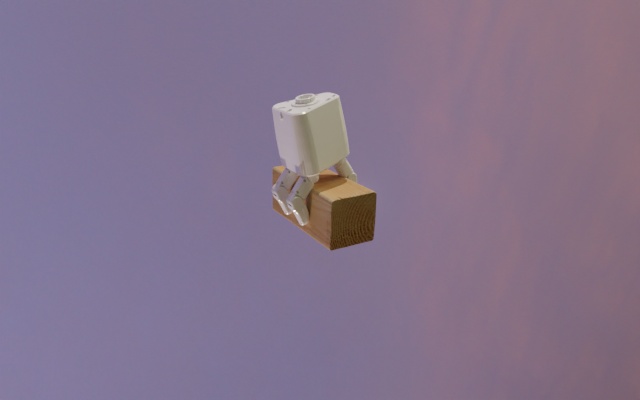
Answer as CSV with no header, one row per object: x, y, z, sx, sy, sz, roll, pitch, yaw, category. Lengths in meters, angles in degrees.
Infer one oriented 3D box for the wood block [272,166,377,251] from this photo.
0.000,0.002,0.853,0.091,0.090,0.206,-11,24,-30,wood block
